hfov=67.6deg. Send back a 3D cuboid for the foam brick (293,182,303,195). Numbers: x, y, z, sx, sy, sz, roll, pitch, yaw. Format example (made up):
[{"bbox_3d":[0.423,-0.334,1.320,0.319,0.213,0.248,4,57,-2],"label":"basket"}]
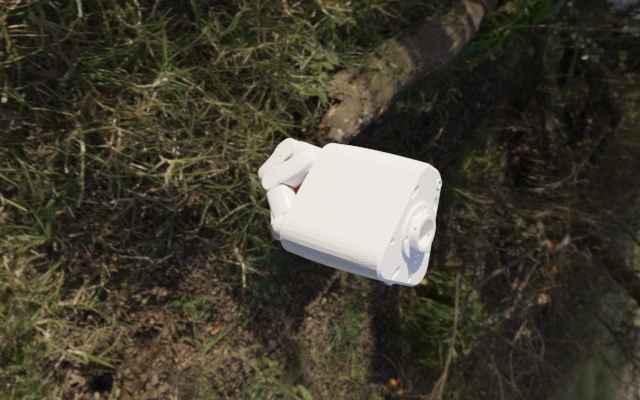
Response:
[{"bbox_3d":[0.000,0.002,0.513,0.051,0.053,0.078,14,-4,37],"label":"foam brick"}]
